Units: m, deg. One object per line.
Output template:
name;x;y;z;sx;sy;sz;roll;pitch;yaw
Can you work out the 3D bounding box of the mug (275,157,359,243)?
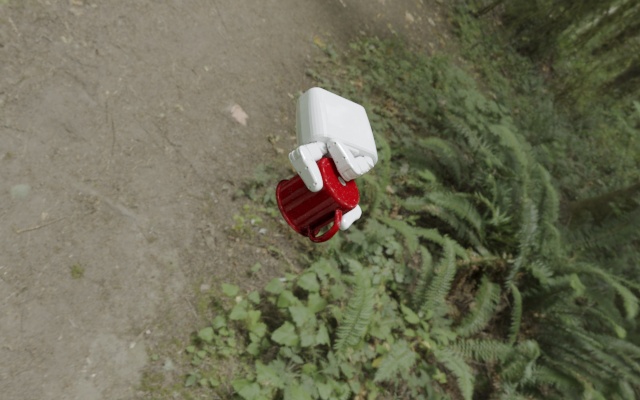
mug;0.000;0.003;0.652;0.081;0.117;0.093;-32;-43;29
